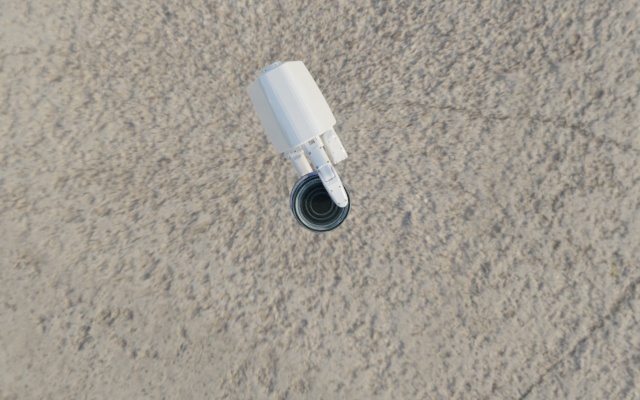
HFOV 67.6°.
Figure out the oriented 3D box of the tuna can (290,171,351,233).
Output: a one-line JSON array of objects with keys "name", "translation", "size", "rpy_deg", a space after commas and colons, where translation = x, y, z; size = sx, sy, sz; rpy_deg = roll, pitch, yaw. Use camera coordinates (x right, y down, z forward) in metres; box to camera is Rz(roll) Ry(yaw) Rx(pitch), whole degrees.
[{"name": "tuna can", "translation": [0.000, 0.002, 0.677], "size": [0.086, 0.086, 0.033], "rpy_deg": [0, 10, -8]}]
